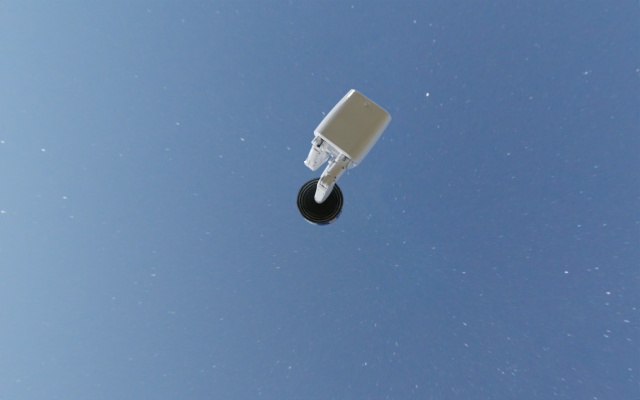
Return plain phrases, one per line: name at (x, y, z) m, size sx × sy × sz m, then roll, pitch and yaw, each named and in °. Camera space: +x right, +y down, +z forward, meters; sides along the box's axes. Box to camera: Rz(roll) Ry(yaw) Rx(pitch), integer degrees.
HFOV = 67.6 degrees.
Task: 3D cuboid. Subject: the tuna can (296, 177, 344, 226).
tuna can at (0.000, 0.003, 0.878) m, size 0.086 × 0.086 × 0.034 m, roll 0°, pitch -11°, yaw 4°
